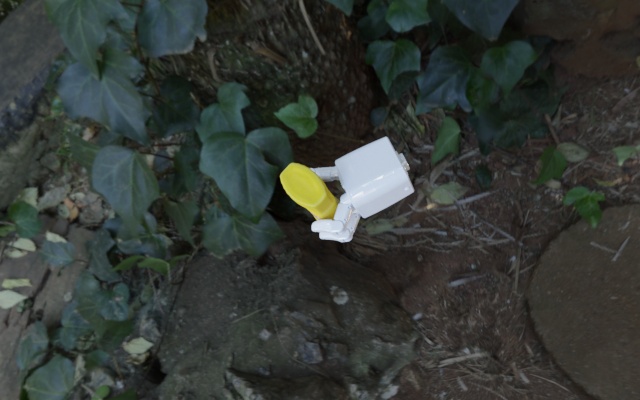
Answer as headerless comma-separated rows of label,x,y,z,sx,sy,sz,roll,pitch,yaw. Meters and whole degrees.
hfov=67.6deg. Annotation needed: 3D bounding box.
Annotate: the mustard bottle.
mustard bottle,0.000,0.003,0.865,0.096,0.058,0.192,40,-2,27
